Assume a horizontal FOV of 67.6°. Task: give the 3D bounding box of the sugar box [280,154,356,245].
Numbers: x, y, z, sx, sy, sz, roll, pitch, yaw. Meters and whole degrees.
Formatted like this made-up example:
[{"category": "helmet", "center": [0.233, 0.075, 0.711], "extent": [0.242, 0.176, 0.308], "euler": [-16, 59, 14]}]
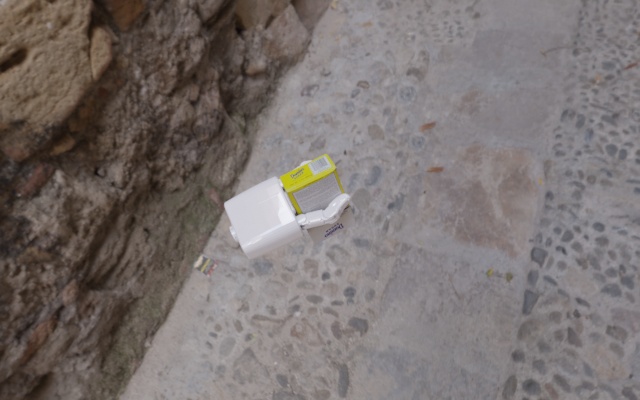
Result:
[{"category": "sugar box", "center": [0.000, 0.002, 0.860], "extent": [0.093, 0.048, 0.176], "euler": [-26, -36, -2]}]
